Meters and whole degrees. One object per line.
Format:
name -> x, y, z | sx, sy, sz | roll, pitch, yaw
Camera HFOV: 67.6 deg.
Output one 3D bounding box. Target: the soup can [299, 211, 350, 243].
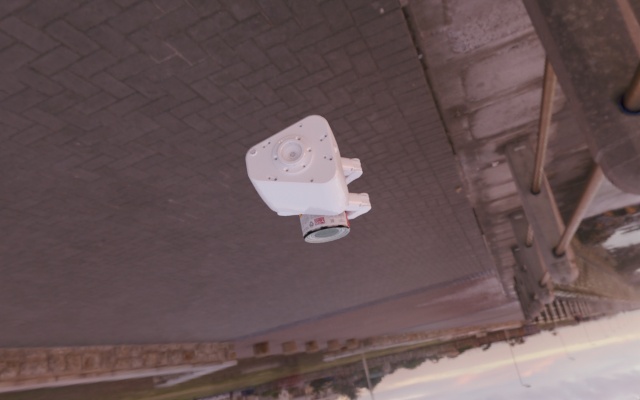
soup can -> 0.000, 0.003, 0.684 | 0.068, 0.102, 0.068 | -10, -20, -4
